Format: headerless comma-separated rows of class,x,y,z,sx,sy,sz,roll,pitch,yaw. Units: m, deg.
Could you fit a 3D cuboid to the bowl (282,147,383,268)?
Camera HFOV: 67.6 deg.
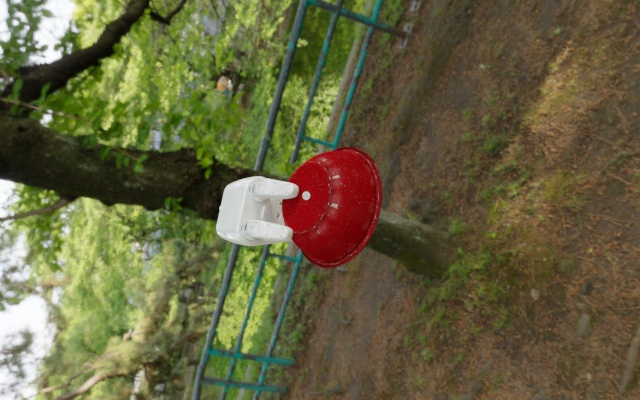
bowl,0.001,0.002,0.604,0.055,0.162,0.162,17,-12,-40
